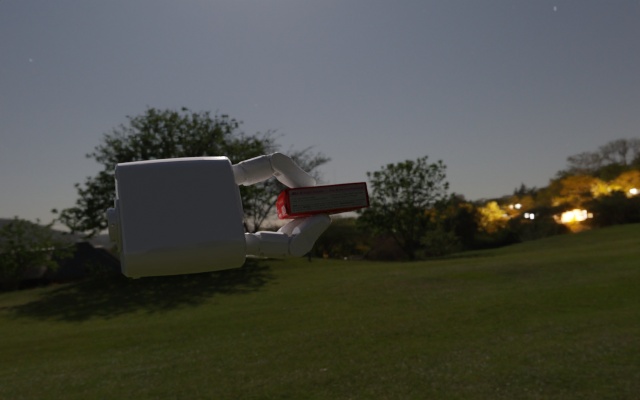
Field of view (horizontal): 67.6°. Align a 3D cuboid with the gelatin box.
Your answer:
[{"bbox_3d":[0.000,0.001,0.520,0.089,0.030,0.073,-6,-4,-12],"label":"gelatin box"}]
